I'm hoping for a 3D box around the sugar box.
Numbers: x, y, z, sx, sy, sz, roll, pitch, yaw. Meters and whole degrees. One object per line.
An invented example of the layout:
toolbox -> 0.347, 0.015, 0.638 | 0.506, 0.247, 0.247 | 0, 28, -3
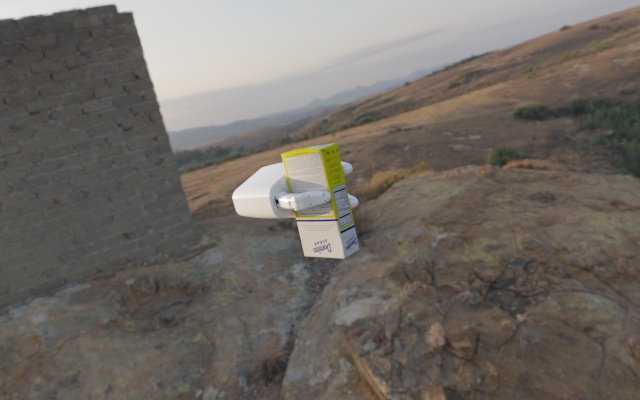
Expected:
sugar box -> 0.000, 0.002, 0.763 | 0.093, 0.176, 0.048 | -2, 17, 43
